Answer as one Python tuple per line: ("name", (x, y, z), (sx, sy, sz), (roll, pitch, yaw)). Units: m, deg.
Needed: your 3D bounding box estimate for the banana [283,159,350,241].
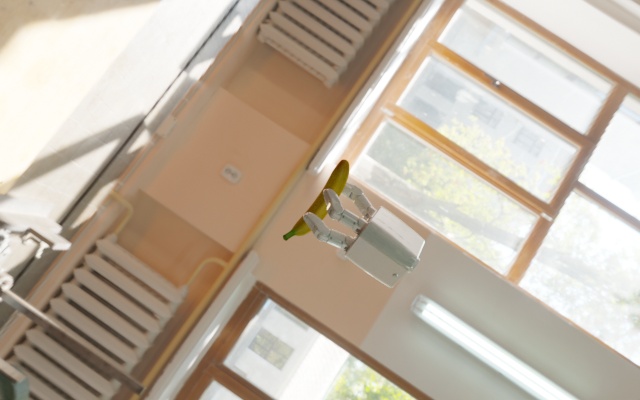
("banana", (0.005, 0.002, 0.903), (0.037, 0.198, 0.069), (40, 20, 10))
